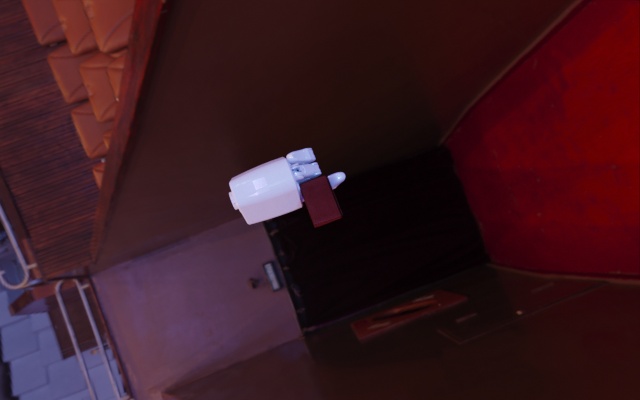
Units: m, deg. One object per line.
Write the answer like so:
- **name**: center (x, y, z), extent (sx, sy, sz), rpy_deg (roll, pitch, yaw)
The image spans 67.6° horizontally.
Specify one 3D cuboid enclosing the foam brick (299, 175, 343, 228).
- **foam brick**: center (0.000, 0.003, 0.833), extent (0.051, 0.078, 0.053), rpy_deg (-21, -8, -5)
